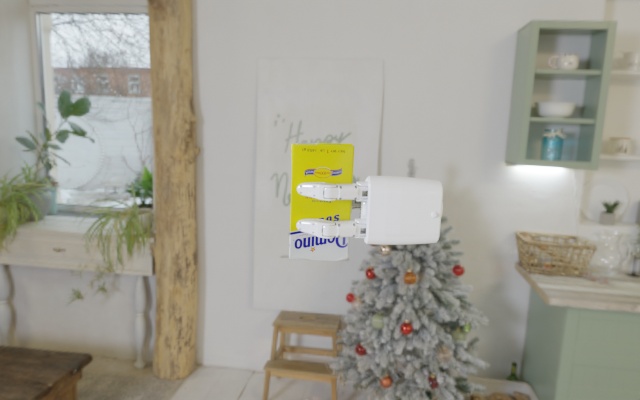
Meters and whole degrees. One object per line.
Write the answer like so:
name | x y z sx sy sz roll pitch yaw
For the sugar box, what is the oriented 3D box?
sugar box | 0.000 0.002 0.721 0.093 0.176 0.048 1 10 -2
